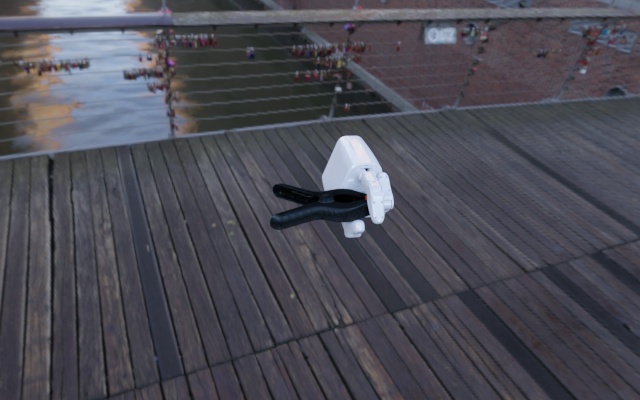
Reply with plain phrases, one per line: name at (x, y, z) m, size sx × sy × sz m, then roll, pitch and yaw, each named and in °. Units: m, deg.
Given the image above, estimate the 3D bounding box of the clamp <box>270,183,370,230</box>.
clamp at (0.000, 0.002, 0.753) m, size 0.171 × 0.039 × 0.120 m, roll -2°, pitch 35°, yaw -12°
